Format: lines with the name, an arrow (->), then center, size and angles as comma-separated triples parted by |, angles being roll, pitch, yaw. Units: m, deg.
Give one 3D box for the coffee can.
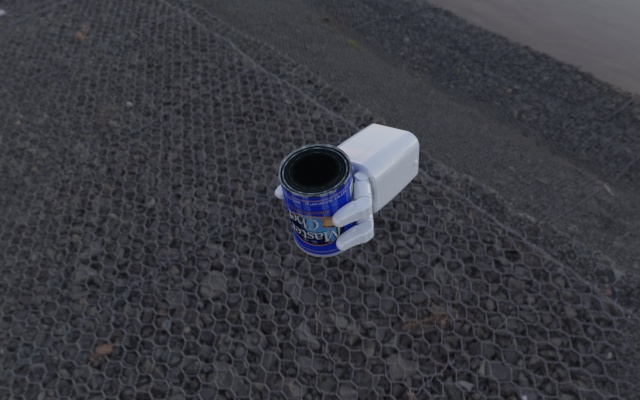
coffee can -> 0.000, 0.002, 0.705 | 0.103, 0.102, 0.140 | 0, -41, 9
